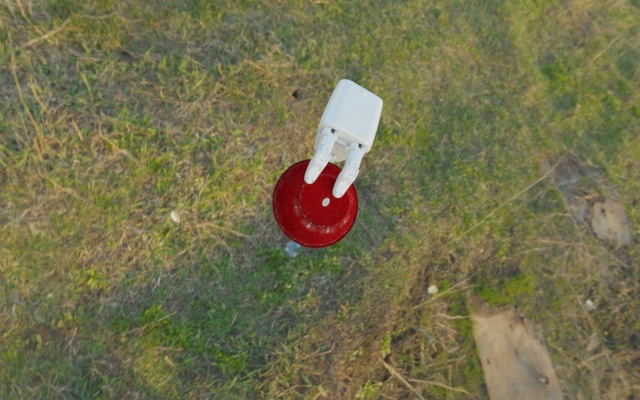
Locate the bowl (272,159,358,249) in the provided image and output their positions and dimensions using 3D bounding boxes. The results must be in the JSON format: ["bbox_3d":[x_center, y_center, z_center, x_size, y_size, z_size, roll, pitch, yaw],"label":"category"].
[{"bbox_3d":[0.000,0.004,0.831,0.162,0.162,0.055,0,-5,-18],"label":"bowl"}]
